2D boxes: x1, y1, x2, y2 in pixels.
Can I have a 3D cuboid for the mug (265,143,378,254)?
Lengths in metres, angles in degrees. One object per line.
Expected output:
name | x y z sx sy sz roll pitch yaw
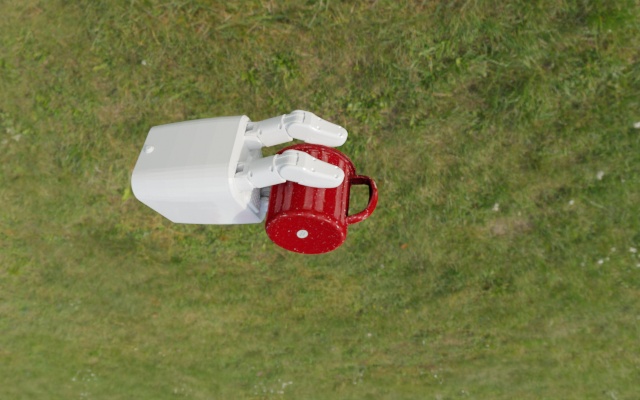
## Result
mug | 0.001 0.002 0.486 0.117 0.081 0.093 -3 -35 12
